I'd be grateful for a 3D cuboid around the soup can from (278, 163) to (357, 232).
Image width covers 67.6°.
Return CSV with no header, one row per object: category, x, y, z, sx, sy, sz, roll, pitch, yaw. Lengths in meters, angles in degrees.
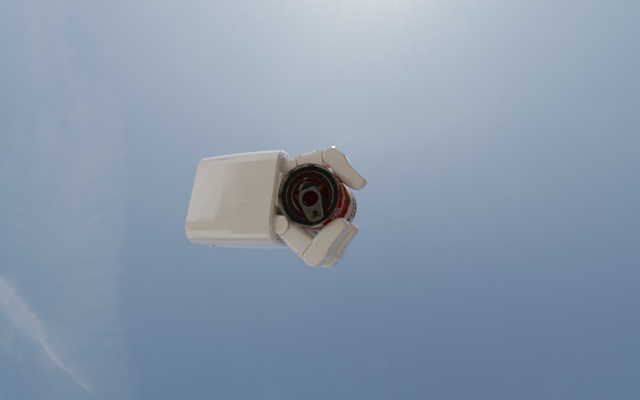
soup can,0.001,0.002,0.546,0.068,0.068,0.102,0,-9,15
